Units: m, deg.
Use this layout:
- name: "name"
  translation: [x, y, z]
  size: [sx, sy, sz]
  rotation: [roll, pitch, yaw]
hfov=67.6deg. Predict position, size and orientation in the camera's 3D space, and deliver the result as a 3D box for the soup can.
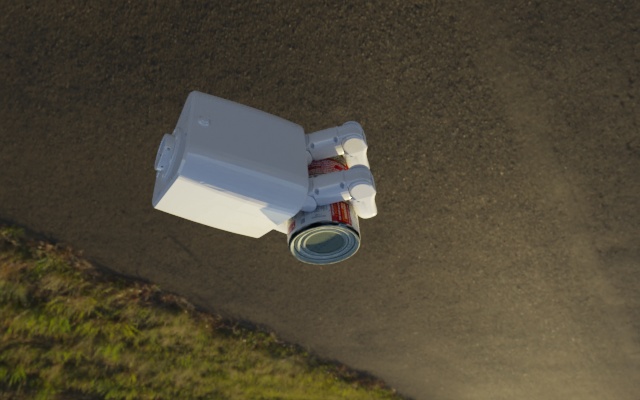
- name: "soup can"
  translation: [0.000, 0.002, 0.463]
  size: [0.068, 0.102, 0.069]
  rotation: [-4, -38, -3]
